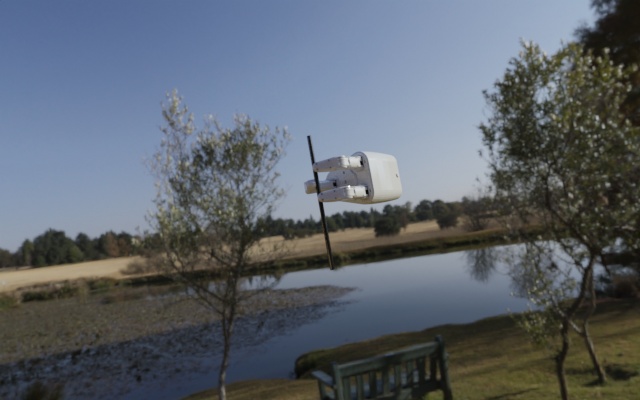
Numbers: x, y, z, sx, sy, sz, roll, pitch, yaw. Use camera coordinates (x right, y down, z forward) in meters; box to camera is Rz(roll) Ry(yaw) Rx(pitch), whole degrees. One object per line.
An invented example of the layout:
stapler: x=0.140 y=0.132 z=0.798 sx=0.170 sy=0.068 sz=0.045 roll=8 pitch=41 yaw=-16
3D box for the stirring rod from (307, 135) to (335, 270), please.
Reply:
stirring rod: x=0.000 y=0.003 z=0.841 sx=0.011 sy=0.239 sz=0.011 roll=-10 pitch=-5 yaw=-1
